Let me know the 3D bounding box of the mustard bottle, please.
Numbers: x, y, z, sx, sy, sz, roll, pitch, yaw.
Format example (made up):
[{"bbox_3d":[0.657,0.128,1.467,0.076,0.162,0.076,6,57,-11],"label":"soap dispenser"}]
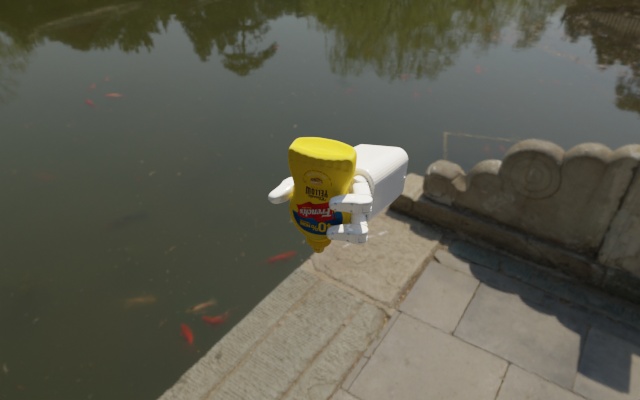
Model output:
[{"bbox_3d":[0.000,0.002,0.723,0.096,0.192,0.058,11,37,12],"label":"mustard bottle"}]
